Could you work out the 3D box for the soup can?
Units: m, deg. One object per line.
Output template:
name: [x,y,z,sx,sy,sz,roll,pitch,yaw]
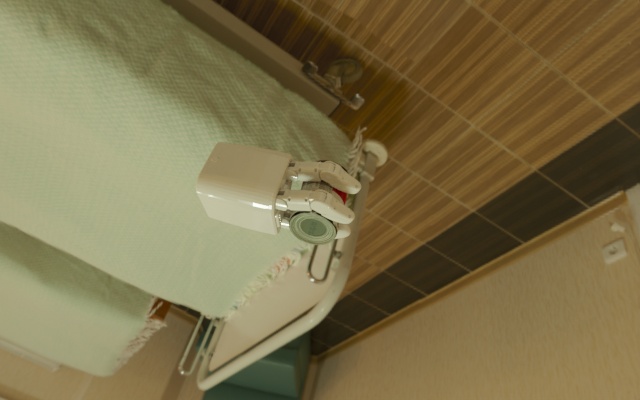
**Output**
soup can: [0.001,0.003,0.663,0.068,0.102,0.069,9,-42,8]
